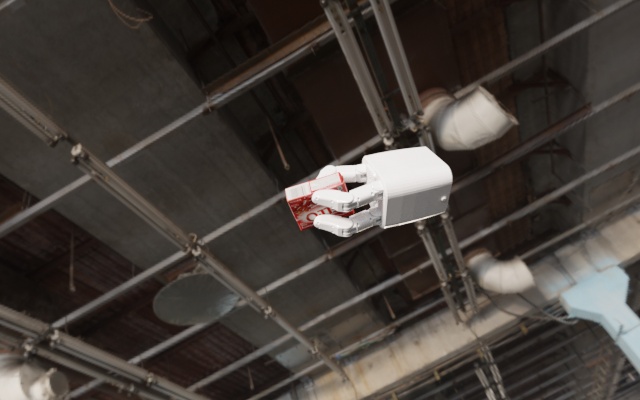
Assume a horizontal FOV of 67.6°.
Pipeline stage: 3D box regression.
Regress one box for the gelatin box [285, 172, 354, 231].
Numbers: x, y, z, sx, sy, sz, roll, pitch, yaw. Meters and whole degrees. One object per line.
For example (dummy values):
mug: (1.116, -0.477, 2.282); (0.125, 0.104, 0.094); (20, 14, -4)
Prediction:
gelatin box: (0.000, 0.002, 0.723); (0.089, 0.030, 0.073); (-17, -43, 4)
